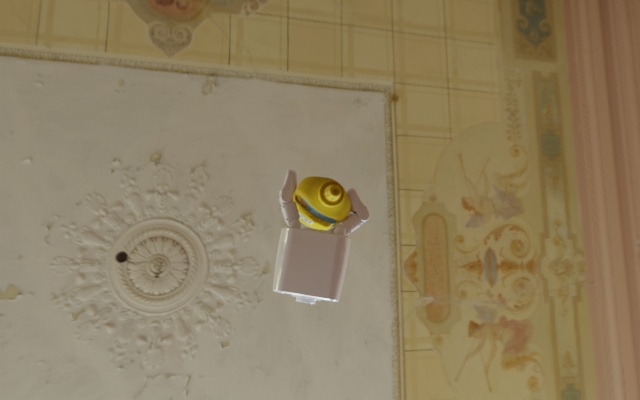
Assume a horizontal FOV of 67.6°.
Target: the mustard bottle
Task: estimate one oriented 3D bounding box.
[{"bbox_3d":[0.000,0.002,0.805,0.096,0.058,0.192,37,-16,-5],"label":"mustard bottle"}]
